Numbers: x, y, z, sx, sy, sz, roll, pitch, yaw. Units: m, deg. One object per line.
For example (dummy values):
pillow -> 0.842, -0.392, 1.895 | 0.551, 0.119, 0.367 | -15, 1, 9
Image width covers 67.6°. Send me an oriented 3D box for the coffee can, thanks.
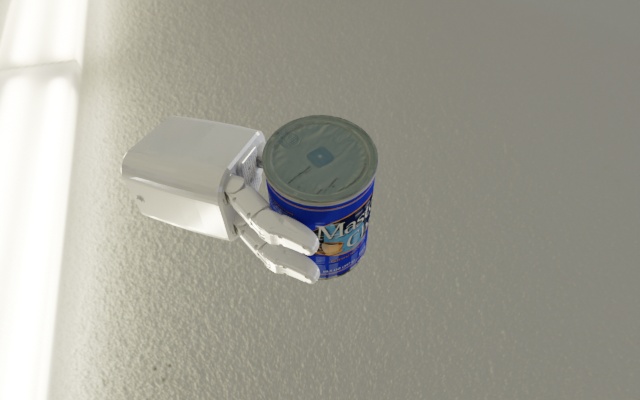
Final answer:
coffee can -> 0.000, 0.001, 0.475 | 0.103, 0.102, 0.140 | 0, -36, 0
